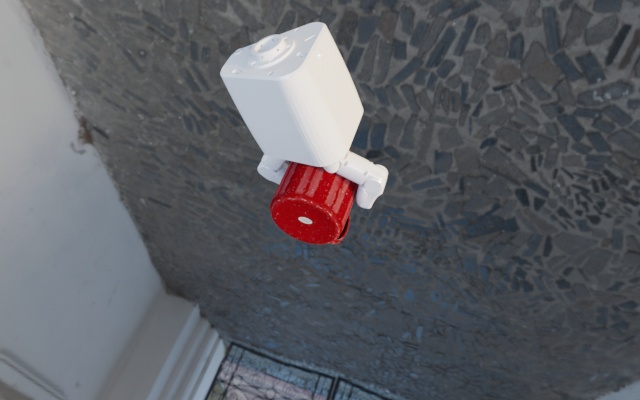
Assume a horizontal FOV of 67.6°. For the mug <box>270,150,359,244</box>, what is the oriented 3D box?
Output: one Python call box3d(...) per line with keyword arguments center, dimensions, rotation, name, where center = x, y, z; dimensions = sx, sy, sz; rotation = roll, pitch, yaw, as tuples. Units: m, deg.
box3d(center=(0.001, 0.003, 0.533), dimensions=(0.093, 0.081, 0.117), rotation=(-3, -43, 31), name="mug")
